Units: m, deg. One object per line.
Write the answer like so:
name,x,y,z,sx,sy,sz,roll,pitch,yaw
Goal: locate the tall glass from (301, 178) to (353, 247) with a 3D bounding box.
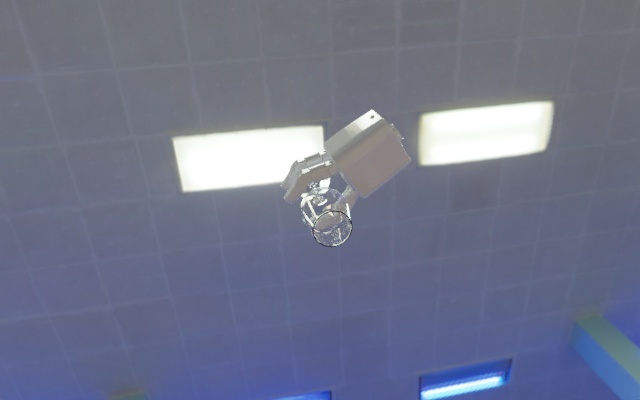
tall glass,0.000,0.002,0.804,0.079,0.079,0.201,0,24,-12
